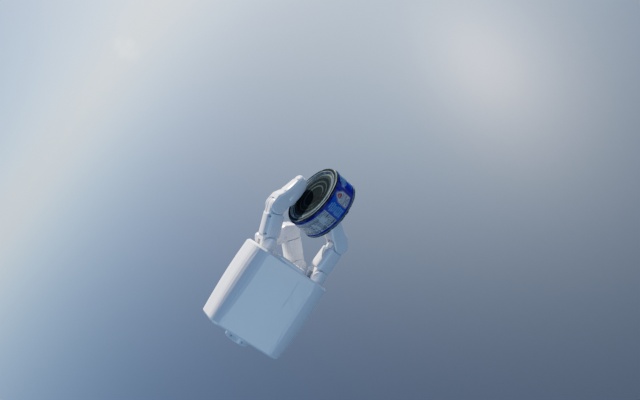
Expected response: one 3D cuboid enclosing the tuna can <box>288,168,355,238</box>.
[{"bbox_3d":[0.000,0.002,0.594,0.034,0.086,0.086,41,-21,-26],"label":"tuna can"}]
